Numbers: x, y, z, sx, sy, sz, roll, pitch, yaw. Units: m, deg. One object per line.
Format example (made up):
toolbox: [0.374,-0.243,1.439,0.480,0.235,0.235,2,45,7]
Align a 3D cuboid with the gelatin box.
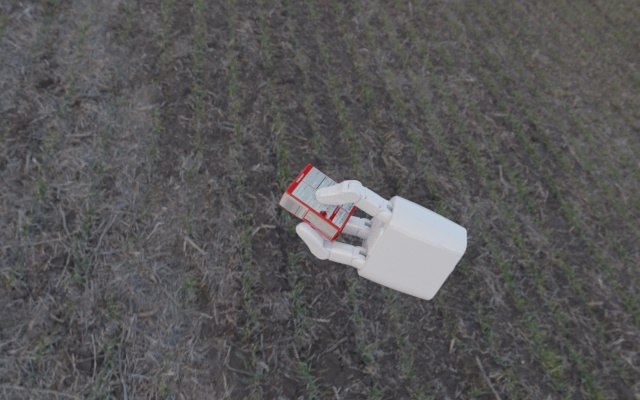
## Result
gelatin box: [0.000,0.002,0.634,0.089,0.030,0.073,35,44,0]
